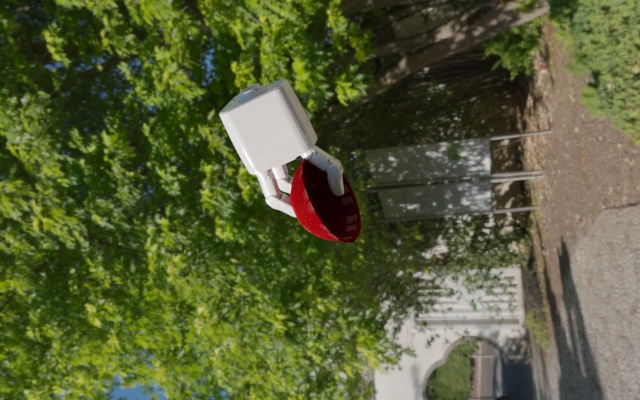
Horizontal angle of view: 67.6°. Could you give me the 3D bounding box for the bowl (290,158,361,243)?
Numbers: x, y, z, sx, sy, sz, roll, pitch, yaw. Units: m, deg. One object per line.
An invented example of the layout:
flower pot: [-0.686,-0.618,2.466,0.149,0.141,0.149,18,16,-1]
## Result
bowl: [0.000,0.004,0.777,0.055,0.162,0.162,-27,-13,27]
